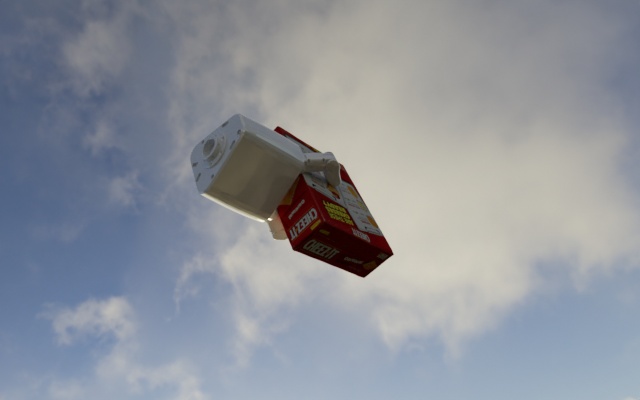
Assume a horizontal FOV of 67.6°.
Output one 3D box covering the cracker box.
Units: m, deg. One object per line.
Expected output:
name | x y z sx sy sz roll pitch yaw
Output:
cracker box | 0.000 0.002 0.731 0.072 0.213 0.164 -44 -44 20
